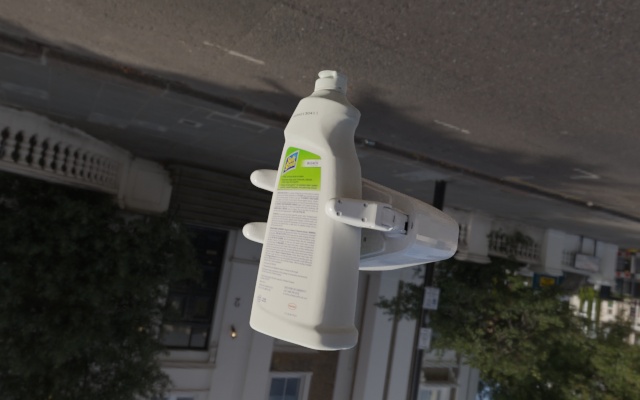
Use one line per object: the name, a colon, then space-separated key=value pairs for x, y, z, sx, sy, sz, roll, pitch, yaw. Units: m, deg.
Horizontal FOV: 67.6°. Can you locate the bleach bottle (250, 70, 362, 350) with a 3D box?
bleach bottle: x=0.000 y=0.001 z=0.448 sx=0.102 sy=0.251 sz=0.068 roll=4 pitch=-8 yaw=40
